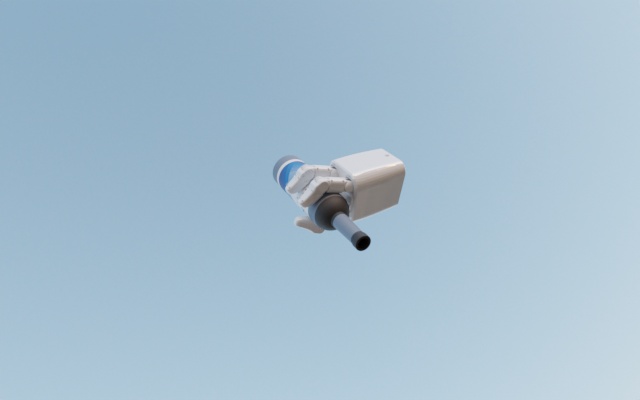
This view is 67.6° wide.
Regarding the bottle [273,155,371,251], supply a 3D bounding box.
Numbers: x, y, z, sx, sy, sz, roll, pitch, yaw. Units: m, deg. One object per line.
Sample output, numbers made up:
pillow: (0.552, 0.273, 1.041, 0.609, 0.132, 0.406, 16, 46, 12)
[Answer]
bottle: (0.000, 0.003, 0.838, 0.069, 0.069, 0.295, 0, 25, -29)
